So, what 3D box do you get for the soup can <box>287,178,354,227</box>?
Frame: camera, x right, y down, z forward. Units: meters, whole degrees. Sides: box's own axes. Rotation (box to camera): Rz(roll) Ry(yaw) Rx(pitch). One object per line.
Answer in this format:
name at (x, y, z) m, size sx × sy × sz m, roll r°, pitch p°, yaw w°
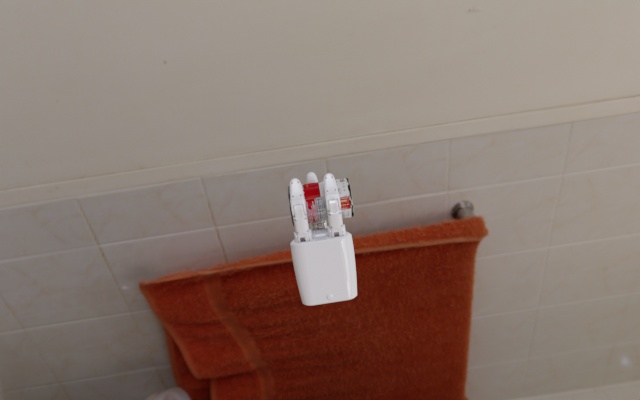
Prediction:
soup can at (0.000, 0.002, 0.794) m, size 0.102 × 0.068 × 0.068 m, roll -8°, pitch 0°, yaw -1°
